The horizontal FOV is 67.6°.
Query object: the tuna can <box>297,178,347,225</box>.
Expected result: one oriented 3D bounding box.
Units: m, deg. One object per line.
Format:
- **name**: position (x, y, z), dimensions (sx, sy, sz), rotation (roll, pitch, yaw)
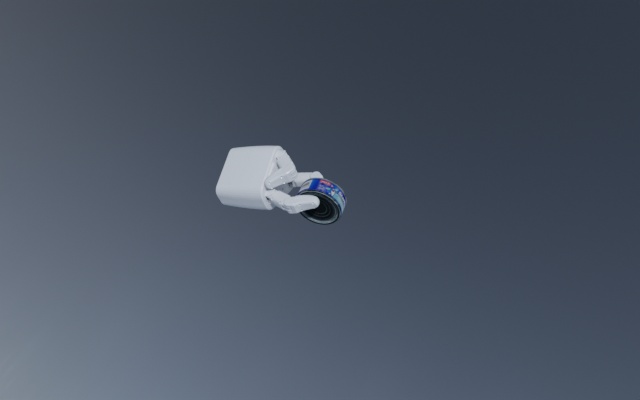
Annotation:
- **tuna can**: position (0.000, 0.003, 0.830), dimensions (0.086, 0.086, 0.033), rotation (0, 43, 26)
